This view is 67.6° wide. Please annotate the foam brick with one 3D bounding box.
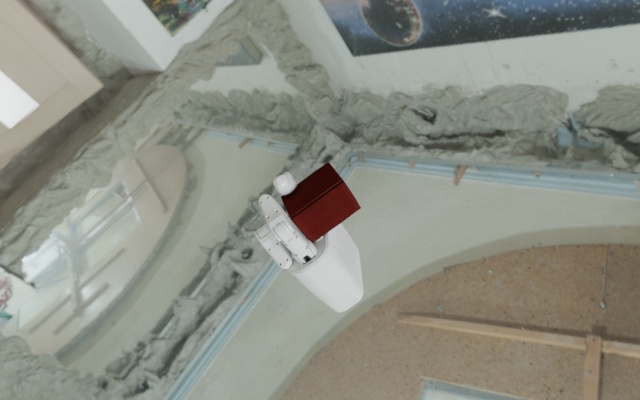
[{"bbox_3d":[0.000,0.002,0.588,0.078,0.051,0.053,-36,35,5],"label":"foam brick"}]
